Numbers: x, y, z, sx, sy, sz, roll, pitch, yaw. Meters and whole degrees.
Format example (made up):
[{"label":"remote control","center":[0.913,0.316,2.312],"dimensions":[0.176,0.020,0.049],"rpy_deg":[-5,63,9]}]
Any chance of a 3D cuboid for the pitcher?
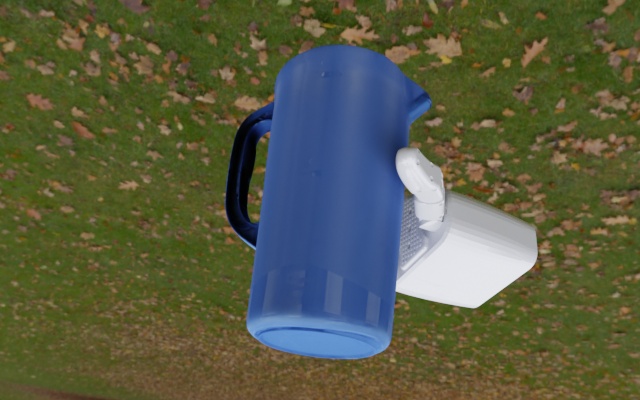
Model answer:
[{"label":"pitcher","center":[0.000,0.001,0.410],"dimensions":[0.145,0.242,0.149],"rpy_deg":[19,-31,-21]}]
